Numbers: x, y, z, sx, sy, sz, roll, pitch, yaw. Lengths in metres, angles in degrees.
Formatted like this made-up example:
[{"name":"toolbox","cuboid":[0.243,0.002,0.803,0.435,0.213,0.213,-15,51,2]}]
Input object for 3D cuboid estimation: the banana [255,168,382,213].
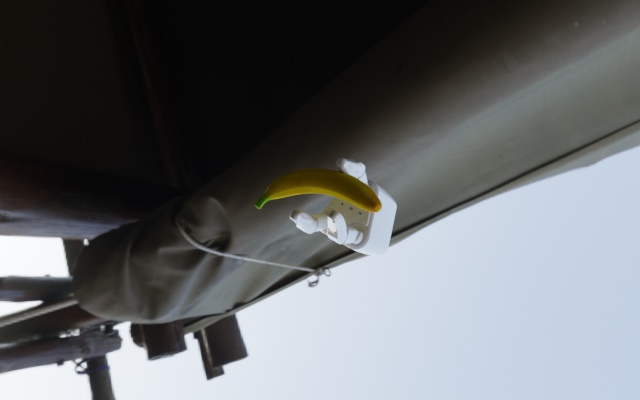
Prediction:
[{"name":"banana","cuboid":[0.000,-0.015,0.698,0.198,0.069,0.037,0,-21,26]}]
